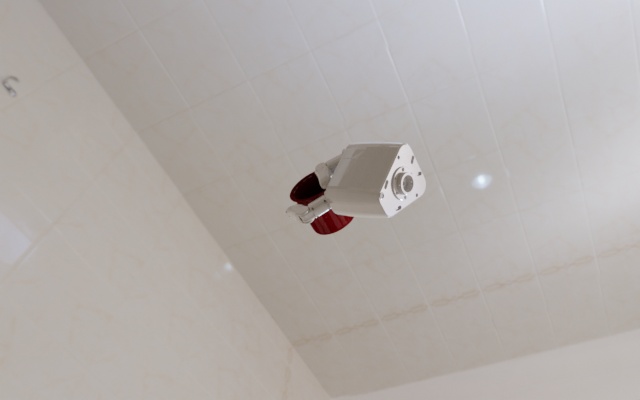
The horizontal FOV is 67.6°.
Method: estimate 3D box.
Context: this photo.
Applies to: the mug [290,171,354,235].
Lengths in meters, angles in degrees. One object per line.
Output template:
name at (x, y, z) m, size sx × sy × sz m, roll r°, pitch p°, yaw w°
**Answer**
mug at (-0.001, 0.003, 0.814) m, size 0.117 × 0.081 × 0.093 m, roll 6°, pitch 44°, yaw 50°
